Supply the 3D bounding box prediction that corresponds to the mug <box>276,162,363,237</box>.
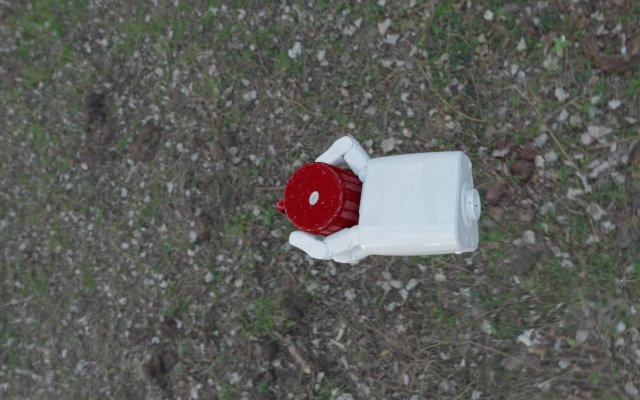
[{"bbox_3d":[-0.001,0.002,0.570,0.117,0.093,0.081,-5,-11,30],"label":"mug"}]
